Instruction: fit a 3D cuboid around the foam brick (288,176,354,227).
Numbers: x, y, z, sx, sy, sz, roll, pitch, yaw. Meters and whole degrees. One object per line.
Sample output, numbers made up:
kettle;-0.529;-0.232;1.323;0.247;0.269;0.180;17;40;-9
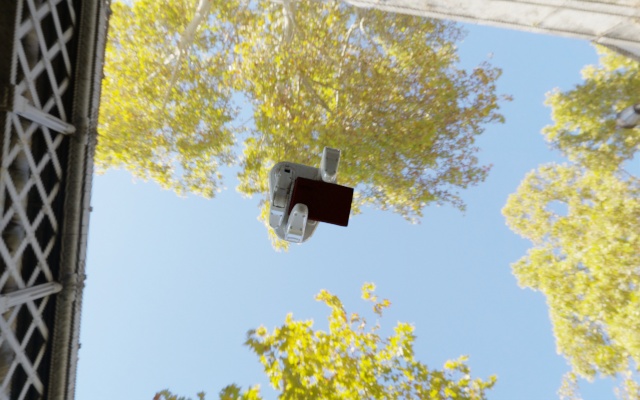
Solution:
foam brick;0.000;0.002;0.634;0.078;0.053;0.051;13;-4;-5
